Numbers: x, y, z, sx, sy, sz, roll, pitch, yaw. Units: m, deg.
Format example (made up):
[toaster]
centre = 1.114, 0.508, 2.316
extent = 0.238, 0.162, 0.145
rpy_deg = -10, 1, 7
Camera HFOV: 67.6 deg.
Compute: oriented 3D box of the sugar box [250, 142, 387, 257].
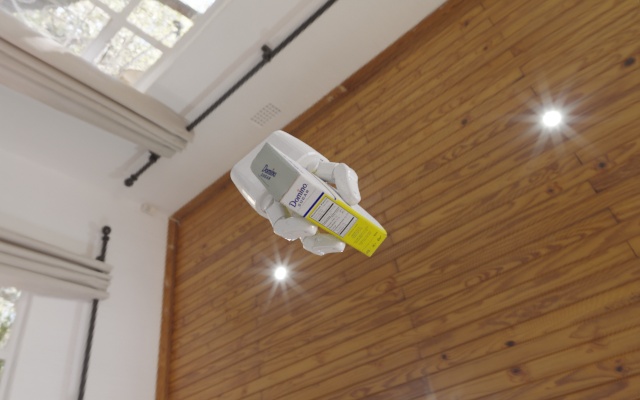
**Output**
[sugar box]
centre = 0.000, 0.002, 0.592
extent = 0.176, 0.048, 0.093
rpy_deg = 30, 10, -40
